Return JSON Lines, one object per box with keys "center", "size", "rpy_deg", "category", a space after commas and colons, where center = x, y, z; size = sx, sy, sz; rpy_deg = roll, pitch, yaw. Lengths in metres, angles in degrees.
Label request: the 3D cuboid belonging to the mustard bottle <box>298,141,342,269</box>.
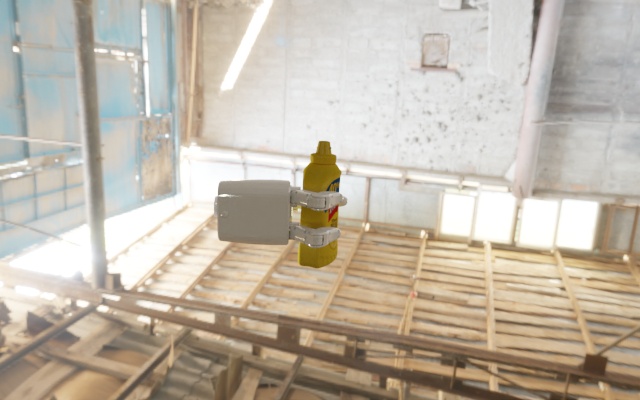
{"center": [0.000, 0.003, 0.750], "size": [0.058, 0.192, 0.096], "rpy_deg": [8, 14, 20], "category": "mustard bottle"}
